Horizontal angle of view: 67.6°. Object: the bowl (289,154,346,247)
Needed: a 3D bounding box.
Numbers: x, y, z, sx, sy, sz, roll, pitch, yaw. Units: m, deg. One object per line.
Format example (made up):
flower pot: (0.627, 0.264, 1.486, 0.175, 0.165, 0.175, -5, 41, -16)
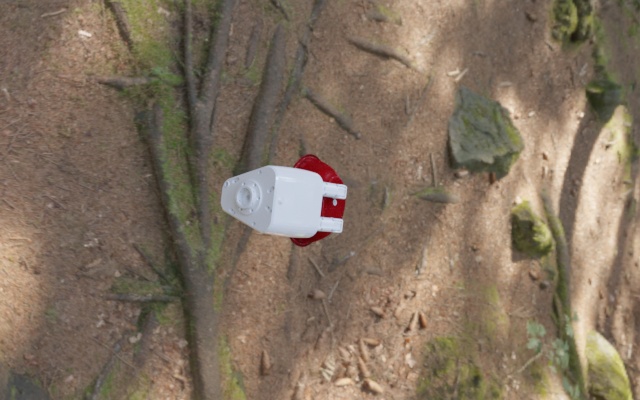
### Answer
bowl: (0.001, 0.002, 0.818, 0.055, 0.162, 0.162, 6, 2, 26)
